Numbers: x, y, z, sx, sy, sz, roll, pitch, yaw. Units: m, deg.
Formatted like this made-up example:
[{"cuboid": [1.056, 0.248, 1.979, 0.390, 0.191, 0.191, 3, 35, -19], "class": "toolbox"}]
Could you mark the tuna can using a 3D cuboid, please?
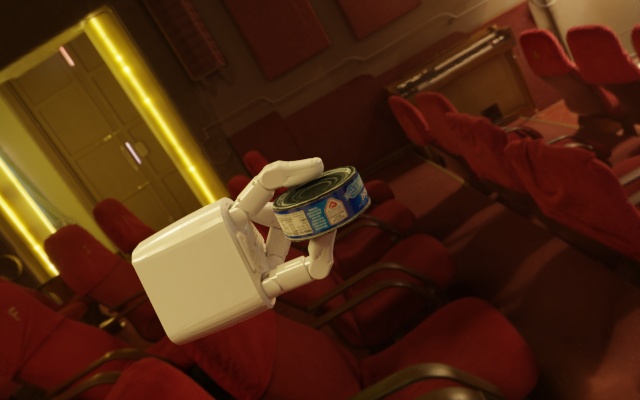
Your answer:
[{"cuboid": [0.000, 0.001, 0.436, 0.086, 0.034, 0.086, -23, 15, 7], "class": "tuna can"}]
